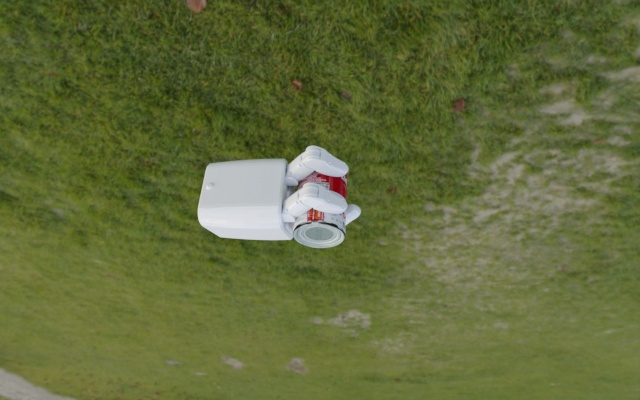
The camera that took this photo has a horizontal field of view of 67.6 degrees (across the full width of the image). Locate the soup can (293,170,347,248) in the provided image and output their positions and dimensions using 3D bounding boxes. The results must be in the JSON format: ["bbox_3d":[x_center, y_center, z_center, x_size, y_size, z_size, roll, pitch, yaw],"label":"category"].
[{"bbox_3d":[0.001,0.002,0.622,0.068,0.102,0.068,2,-32,1],"label":"soup can"}]
